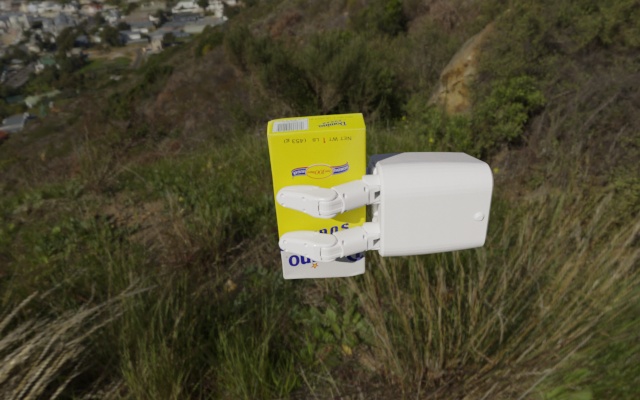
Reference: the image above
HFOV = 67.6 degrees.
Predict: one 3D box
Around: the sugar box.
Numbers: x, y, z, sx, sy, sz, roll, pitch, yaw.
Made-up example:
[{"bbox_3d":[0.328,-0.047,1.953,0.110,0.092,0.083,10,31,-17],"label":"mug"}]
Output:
[{"bbox_3d":[0.000,0.002,0.493,0.093,0.176,0.048,-3,30,1],"label":"sugar box"}]
